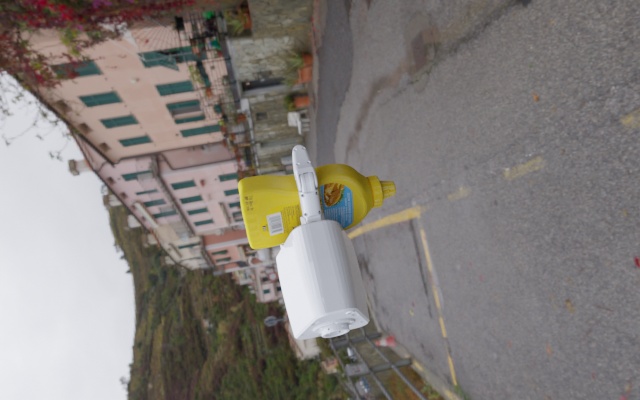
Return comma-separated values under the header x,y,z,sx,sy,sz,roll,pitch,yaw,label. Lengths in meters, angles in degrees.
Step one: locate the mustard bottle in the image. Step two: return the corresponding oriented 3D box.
x,y,z,sx,sy,sz,roll,pitch,yaw,label
0.000,0.002,0.593,0.191,0.096,0.058,-11,39,-7,mustard bottle
